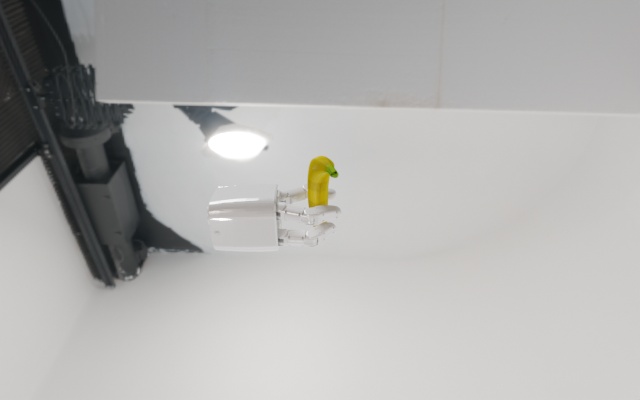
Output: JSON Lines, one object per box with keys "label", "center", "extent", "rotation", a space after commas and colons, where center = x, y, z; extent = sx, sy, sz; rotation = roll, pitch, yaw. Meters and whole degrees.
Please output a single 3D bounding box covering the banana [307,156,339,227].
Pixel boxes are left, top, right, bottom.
{"label": "banana", "center": [-0.002, -0.015, 0.775], "extent": [0.037, 0.069, 0.198], "rotation": [-4, -30, -7]}
